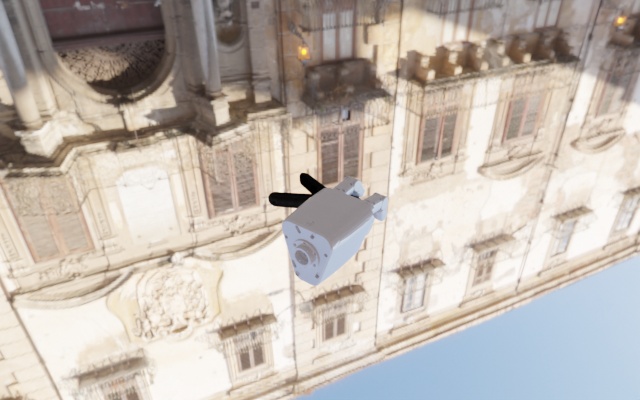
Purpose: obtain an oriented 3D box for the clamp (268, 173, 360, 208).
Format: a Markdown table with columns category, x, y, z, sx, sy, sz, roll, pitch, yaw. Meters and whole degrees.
| category | x | y | z | sx | sy | sz | roll | pitch | yaw |
| --- | --- | --- | --- | --- | --- | --- | --- | --- | --- |
| clamp | 0.000 | 0.003 | 0.809 | 0.171 | 0.039 | 0.120 | 22 | 37 | 30 |
